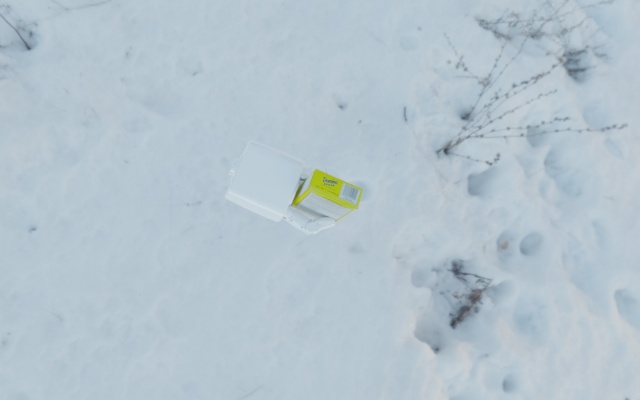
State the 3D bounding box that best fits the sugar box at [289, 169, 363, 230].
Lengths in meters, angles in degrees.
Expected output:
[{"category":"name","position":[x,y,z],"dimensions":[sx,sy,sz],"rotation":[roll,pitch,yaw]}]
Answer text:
[{"category":"sugar box","position":[0.000,0.002,0.873],"dimensions":[0.093,0.048,0.176],"rotation":[24,-19,-12]}]
